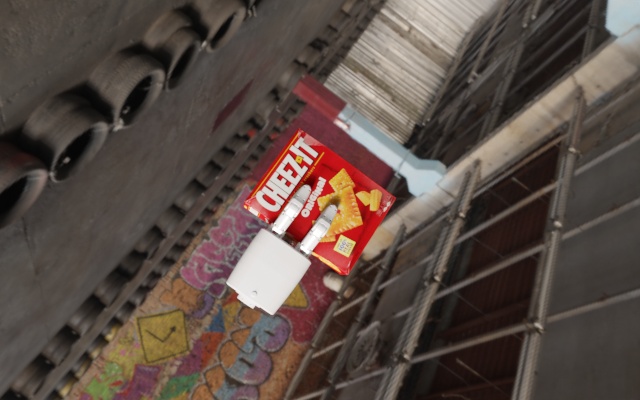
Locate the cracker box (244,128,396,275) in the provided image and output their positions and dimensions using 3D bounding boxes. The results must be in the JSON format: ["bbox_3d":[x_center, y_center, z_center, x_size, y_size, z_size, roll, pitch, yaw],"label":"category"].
[{"bbox_3d":[0.000,0.003,0.832,0.214,0.164,0.072,36,-12,-4],"label":"cracker box"}]
